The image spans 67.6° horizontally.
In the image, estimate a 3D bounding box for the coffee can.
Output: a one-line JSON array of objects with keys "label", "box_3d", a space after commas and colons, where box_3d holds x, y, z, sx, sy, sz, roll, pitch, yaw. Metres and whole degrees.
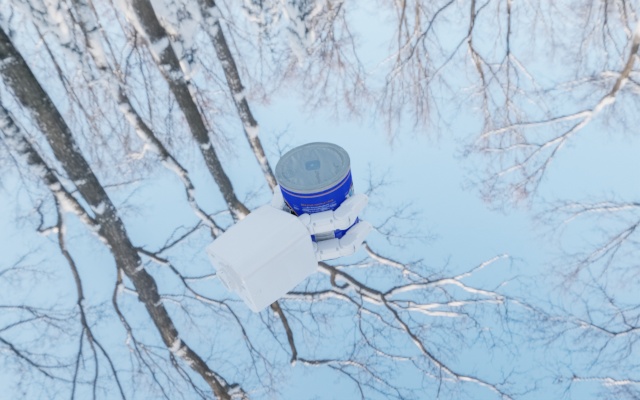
[{"label": "coffee can", "box_3d": [0.000, 0.002, 0.684, 0.103, 0.140, 0.102, -7, 42, 6]}]
